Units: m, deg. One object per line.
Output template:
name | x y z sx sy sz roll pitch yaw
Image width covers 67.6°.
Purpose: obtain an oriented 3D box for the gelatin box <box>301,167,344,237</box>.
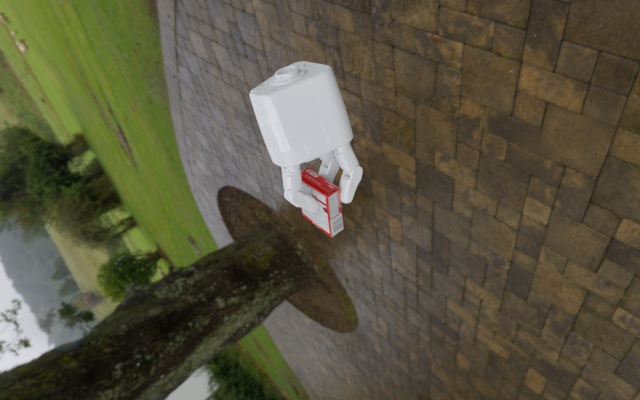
gelatin box | 0.000 0.003 0.737 0.030 0.089 0.073 -33 47 -26
